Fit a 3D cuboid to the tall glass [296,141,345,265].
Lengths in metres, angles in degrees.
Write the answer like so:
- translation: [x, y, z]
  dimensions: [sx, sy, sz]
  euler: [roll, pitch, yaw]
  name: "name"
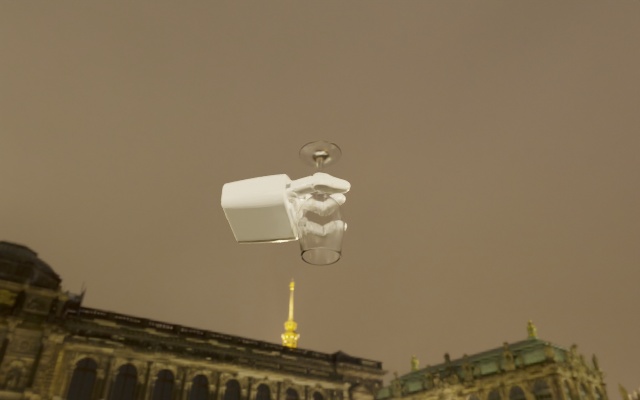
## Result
- translation: [0.000, 0.002, 0.783]
  dimensions: [0.079, 0.201, 0.079]
  euler: [-1, -33, 0]
  name: "tall glass"
